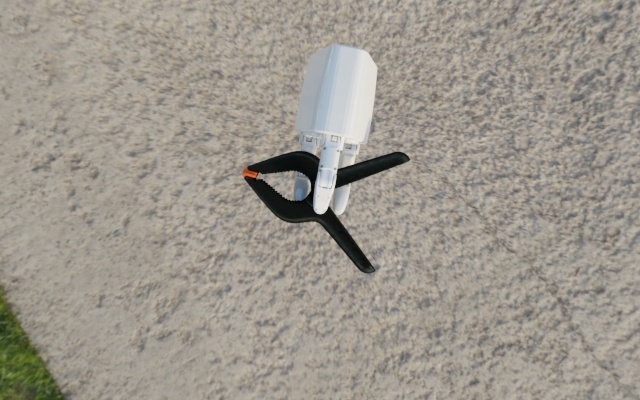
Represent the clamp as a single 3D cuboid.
[{"bbox_3d":[0.000,0.002,0.621,0.210,0.164,0.036,10,3,-2],"label":"clamp"}]
